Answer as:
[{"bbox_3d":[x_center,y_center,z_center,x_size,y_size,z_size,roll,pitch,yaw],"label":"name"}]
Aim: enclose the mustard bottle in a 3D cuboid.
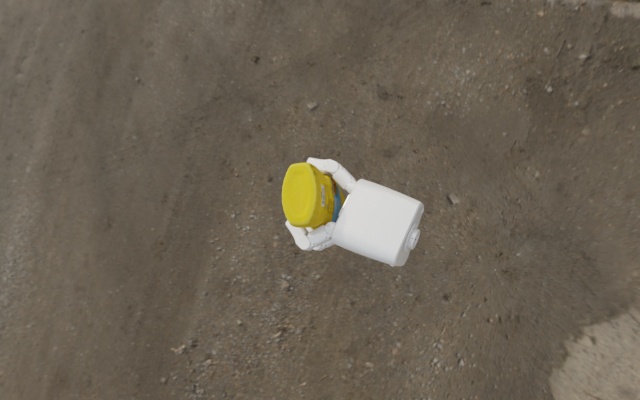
[{"bbox_3d":[0.000,0.002,0.787,0.058,0.096,0.191,-5,-9,19],"label":"mustard bottle"}]
